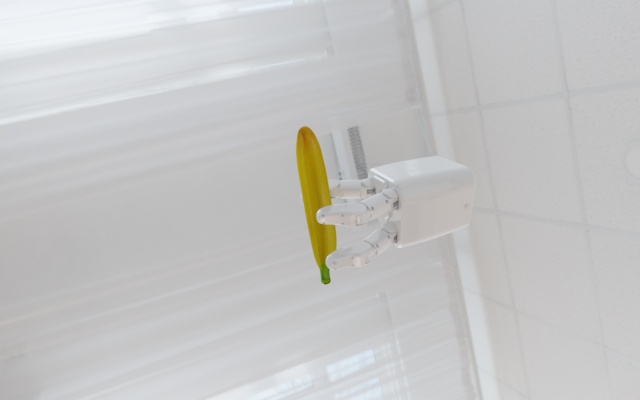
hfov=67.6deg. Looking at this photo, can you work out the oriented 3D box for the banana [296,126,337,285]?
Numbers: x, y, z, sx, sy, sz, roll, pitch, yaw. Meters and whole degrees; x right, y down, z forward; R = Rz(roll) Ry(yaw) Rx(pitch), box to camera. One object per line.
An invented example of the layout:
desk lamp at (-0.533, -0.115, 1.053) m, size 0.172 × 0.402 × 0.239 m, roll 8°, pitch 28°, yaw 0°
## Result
banana at (-0.002, 0.002, 0.610) m, size 0.037 × 0.198 × 0.069 m, roll -11°, pitch 11°, yaw -8°
